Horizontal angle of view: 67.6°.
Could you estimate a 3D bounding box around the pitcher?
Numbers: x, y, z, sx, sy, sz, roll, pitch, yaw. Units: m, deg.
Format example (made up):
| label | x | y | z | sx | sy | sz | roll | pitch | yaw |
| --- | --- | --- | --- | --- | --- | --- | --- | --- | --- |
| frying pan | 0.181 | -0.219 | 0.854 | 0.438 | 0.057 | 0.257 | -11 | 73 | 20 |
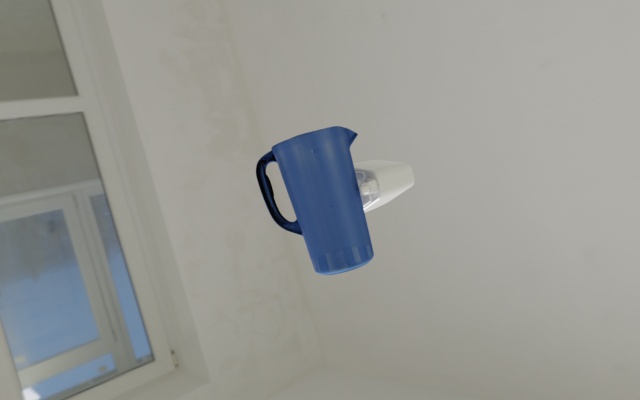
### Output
| label | x | y | z | sx | sy | sz | roll | pitch | yaw |
| --- | --- | --- | --- | --- | --- | --- | --- | --- | --- |
| pitcher | 0.000 | 0.003 | 0.830 | 0.145 | 0.243 | 0.149 | -17 | 2 | -42 |
